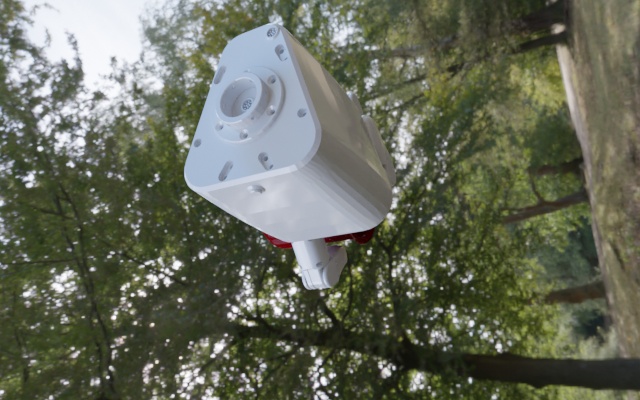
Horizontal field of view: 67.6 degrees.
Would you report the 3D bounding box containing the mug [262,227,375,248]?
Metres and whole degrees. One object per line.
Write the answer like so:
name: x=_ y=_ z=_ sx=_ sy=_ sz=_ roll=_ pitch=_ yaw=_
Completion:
mug: x=0.001 y=0.002 z=0.429 sx=0.081 sy=0.093 sz=0.117 roll=-11 pitch=-25 yaw=24
